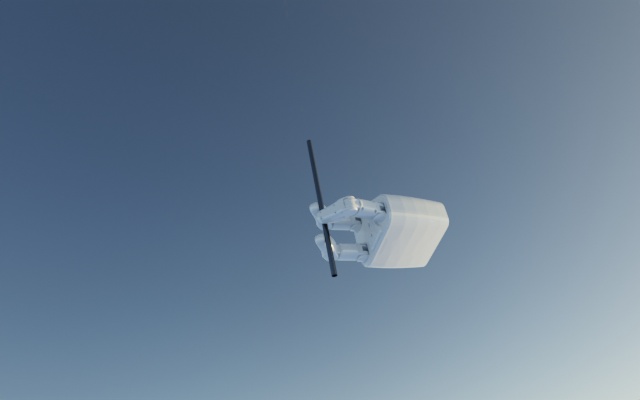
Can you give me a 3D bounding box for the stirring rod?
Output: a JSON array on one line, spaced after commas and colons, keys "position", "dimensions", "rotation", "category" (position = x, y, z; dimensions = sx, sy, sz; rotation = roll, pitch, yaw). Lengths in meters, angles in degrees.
[{"position": [0.000, 0.002, 0.700], "dimensions": [0.011, 0.239, 0.011], "rotation": [-7, -34, -5], "category": "stirring rod"}]
